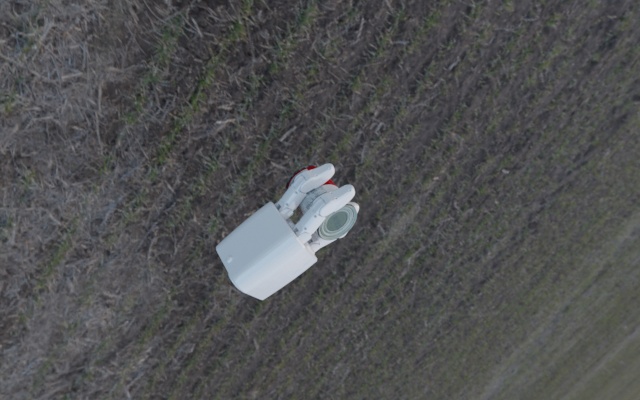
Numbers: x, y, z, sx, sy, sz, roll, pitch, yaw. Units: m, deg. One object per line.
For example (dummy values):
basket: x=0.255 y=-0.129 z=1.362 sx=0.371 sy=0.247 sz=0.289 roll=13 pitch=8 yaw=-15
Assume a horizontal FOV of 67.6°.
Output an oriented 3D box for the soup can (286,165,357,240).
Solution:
soup can: x=0.001 y=0.002 z=0.712 sx=0.068 sy=0.068 sz=0.102 roll=0 pitch=36 yaw=-38
